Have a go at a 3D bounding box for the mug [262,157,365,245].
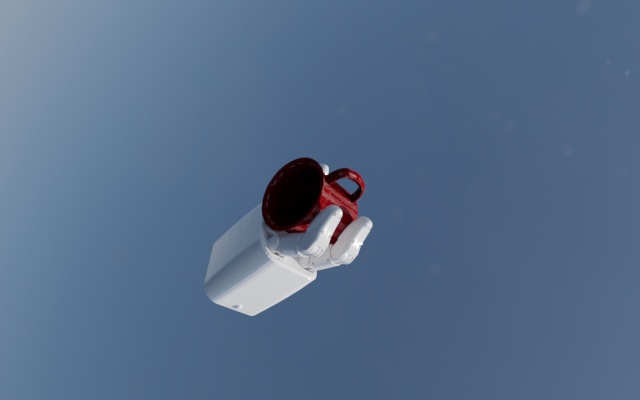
[{"bbox_3d":[0.001,0.001,0.566,0.117,0.093,0.081,-35,-43,21],"label":"mug"}]
